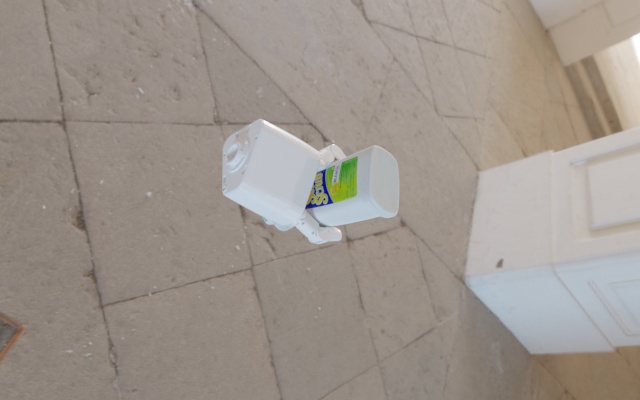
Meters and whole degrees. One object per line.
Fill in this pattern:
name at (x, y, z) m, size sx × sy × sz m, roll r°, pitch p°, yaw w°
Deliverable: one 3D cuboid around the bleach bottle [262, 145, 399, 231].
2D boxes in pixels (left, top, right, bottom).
bleach bottle at (0.000, 0.002, 0.729) m, size 0.251 × 0.102 × 0.068 m, roll -20°, pitch -36°, yaw 41°
